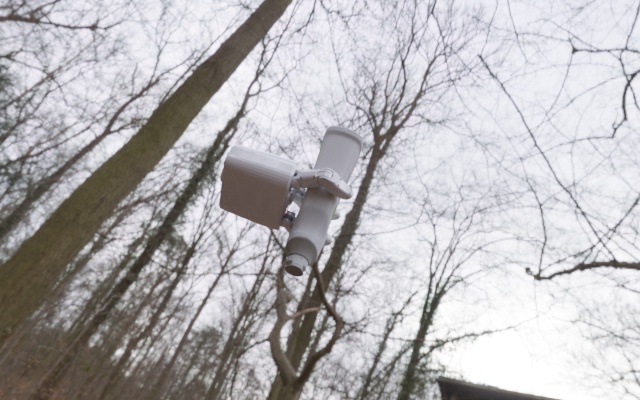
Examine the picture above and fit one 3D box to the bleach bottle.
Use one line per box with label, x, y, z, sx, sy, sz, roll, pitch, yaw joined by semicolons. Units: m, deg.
bleach bottle;0.000;0.002;0.746;0.068;0.250;0.103;19;-37;4
